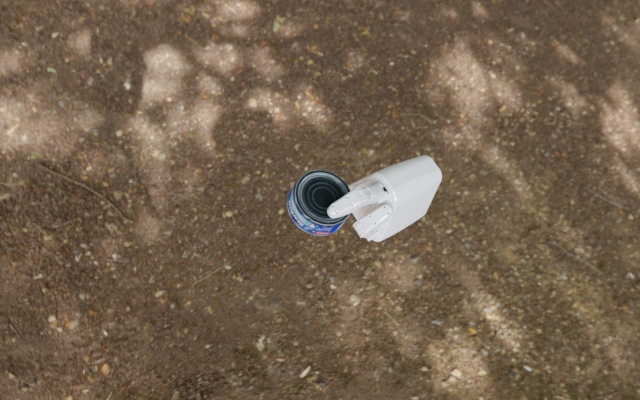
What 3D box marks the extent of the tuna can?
[{"bbox_3d":[0.000,0.002,0.644,0.086,0.086,0.034,0,-25,-21],"label":"tuna can"}]
